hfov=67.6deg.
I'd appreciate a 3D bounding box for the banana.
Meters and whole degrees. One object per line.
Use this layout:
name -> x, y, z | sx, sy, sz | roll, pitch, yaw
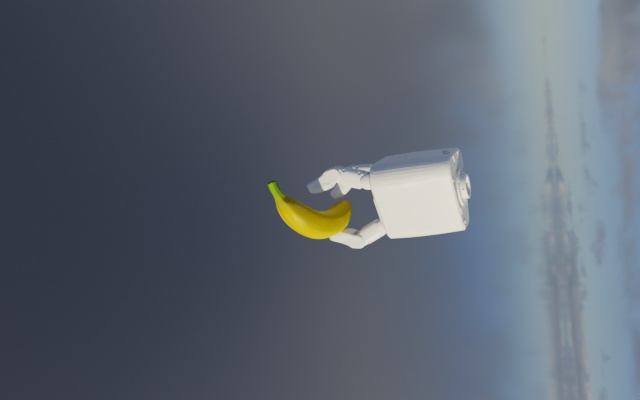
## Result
banana -> -0.001, 0.020, 0.664 | 0.037, 0.069, 0.198 | -10, -13, 29
